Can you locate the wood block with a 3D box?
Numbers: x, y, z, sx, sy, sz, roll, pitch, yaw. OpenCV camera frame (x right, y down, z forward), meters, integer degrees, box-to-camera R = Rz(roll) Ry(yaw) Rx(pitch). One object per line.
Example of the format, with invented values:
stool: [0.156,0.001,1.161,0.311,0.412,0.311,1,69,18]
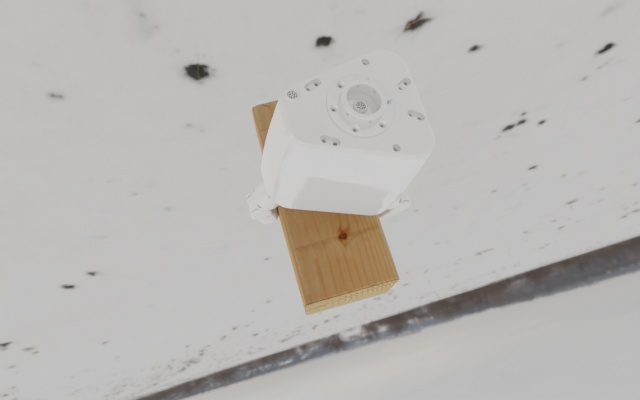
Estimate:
wood block: [0.000,0.002,0.494,0.091,0.206,0.090,-15,-18,-6]
